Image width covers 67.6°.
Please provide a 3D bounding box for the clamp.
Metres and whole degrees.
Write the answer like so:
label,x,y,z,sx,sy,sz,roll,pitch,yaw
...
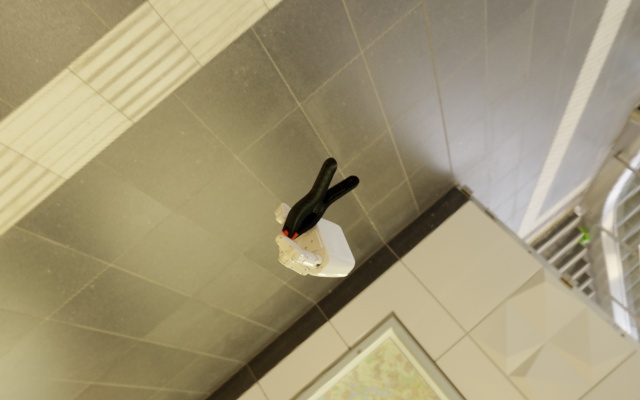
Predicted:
label,x,y,z,sx,sy,sz,roll,pitch,yaw
clamp,0.000,0.003,0.864,0.120,0.171,0.039,19,26,-52
